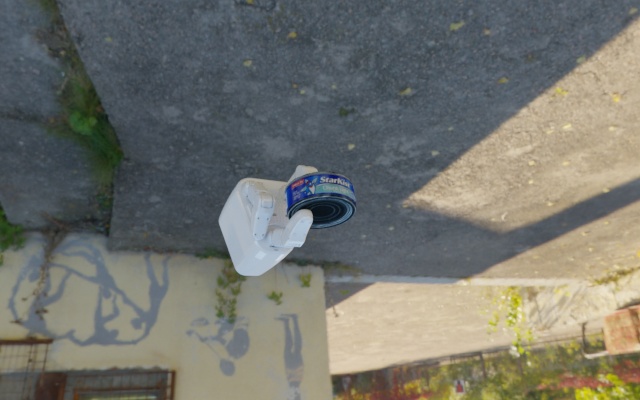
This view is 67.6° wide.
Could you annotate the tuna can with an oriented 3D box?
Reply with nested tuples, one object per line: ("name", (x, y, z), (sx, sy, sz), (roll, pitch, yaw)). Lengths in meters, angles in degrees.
("tuna can", (0.000, 0.002, 0.578), (0.086, 0.033, 0.086), (-5, -29, -3))
